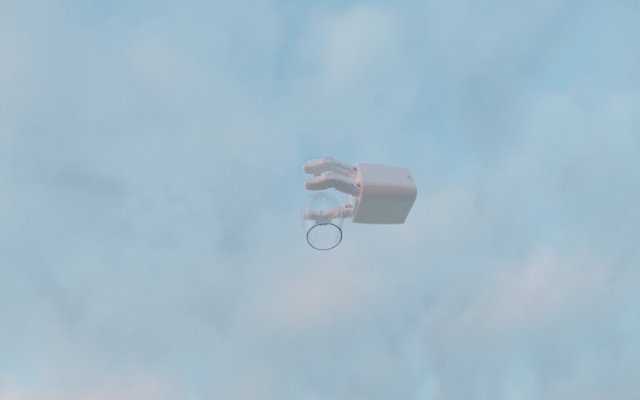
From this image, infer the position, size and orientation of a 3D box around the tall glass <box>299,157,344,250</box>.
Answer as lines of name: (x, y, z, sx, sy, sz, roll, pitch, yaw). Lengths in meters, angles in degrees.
tall glass: (0.000, 0.003, 0.892, 0.079, 0.079, 0.201, 0, 37, -5)
